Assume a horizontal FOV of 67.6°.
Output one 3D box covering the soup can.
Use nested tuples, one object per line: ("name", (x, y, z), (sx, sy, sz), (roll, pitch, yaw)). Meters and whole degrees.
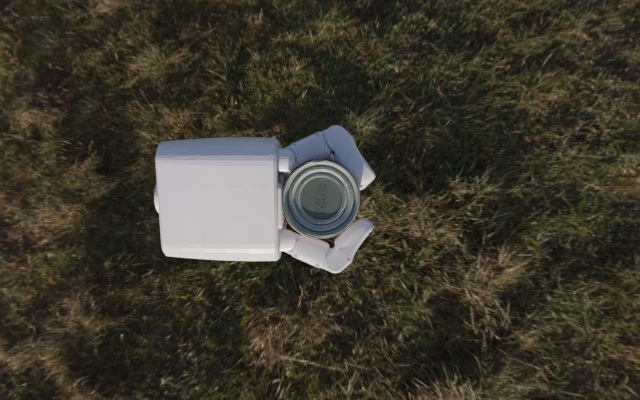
("soup can", (0.001, 0.002, 0.441), (0.068, 0.068, 0.102), (0, -4, 0))
